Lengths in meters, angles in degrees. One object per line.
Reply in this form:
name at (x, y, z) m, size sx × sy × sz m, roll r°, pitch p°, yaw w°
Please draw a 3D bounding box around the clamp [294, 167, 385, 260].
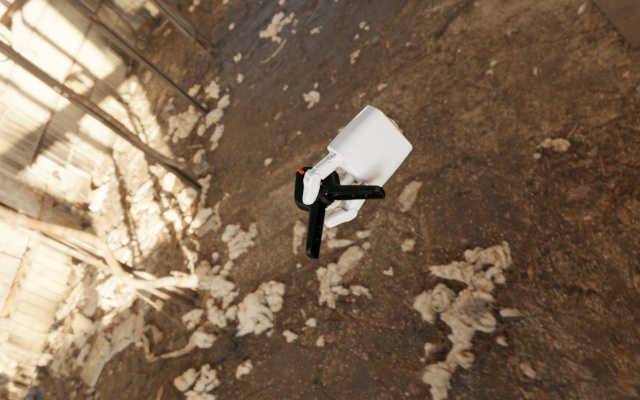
clamp at (0.000, 0.002, 0.845) m, size 0.036 × 0.164 × 0.210 m, roll 47°, pitch -5°, yaw -39°
